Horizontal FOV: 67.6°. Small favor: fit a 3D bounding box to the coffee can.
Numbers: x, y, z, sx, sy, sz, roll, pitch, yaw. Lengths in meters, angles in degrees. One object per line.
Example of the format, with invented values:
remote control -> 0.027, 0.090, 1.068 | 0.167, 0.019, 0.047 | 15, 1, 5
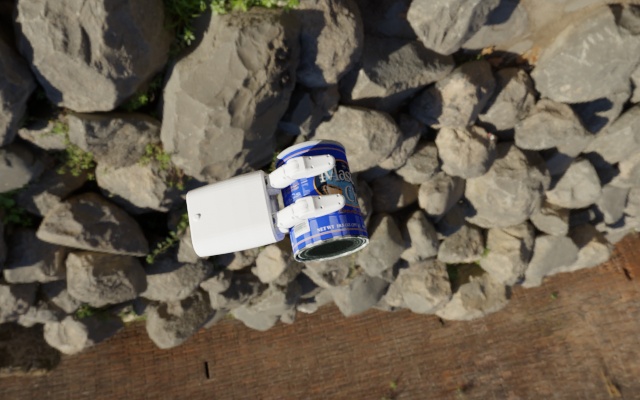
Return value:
coffee can -> 0.000, 0.002, 0.655 | 0.103, 0.140, 0.103 | -12, -20, -4
